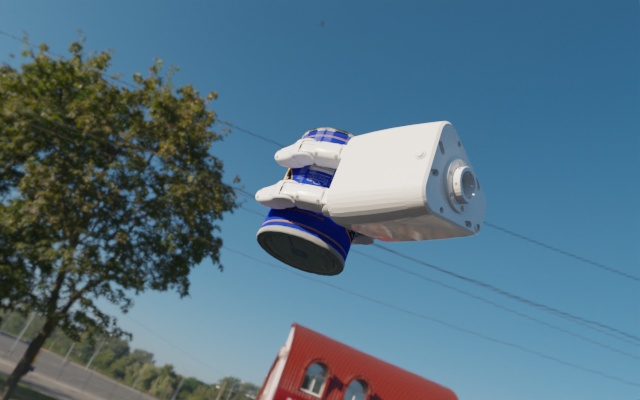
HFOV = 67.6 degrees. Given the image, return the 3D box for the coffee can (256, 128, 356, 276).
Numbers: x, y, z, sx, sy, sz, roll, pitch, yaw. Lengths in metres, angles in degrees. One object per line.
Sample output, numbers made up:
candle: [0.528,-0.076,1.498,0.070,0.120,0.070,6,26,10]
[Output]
coffee can: [0.000,0.002,0.555,0.103,0.140,0.103,18,-26,9]
